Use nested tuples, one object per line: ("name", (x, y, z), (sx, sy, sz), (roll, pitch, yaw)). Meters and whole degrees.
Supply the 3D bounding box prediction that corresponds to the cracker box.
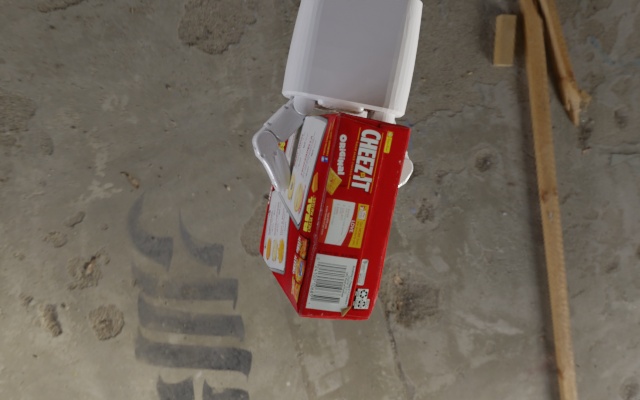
("cracker box", (0.000, 0.002, 0.473), (0.072, 0.164, 0.213), (9, 6, -17))
